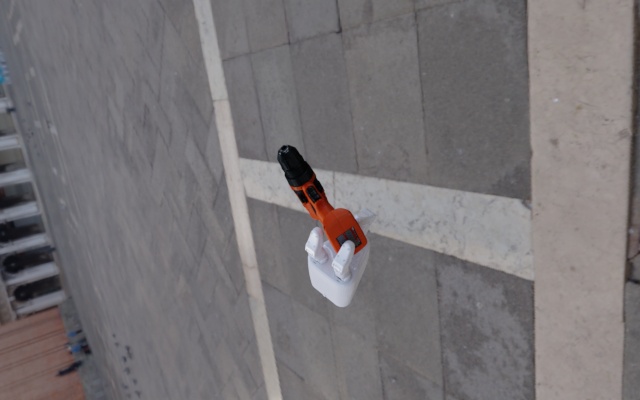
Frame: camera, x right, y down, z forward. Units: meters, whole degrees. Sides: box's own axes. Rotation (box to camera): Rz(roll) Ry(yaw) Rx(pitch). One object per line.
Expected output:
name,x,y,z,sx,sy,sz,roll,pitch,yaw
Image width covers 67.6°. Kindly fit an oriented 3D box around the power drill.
power drill,0.000,0.003,0.837,0.057,0.184,0.187,-35,43,-2
